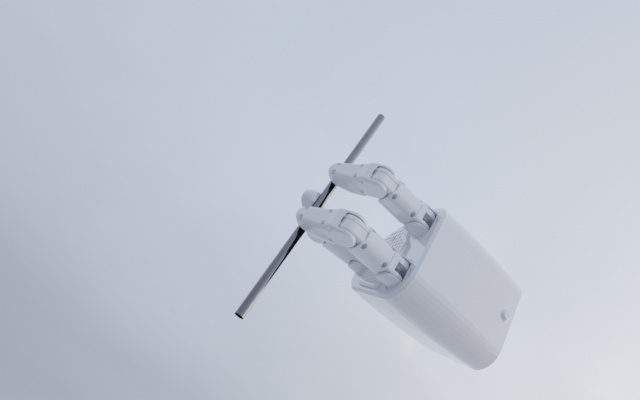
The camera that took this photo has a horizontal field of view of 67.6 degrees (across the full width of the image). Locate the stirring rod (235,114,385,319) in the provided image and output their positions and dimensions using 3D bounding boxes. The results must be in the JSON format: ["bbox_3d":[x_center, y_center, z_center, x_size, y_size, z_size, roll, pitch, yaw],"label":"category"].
[{"bbox_3d":[0.000,0.001,0.414,0.011,0.239,0.011,25,-32,17],"label":"stirring rod"}]
